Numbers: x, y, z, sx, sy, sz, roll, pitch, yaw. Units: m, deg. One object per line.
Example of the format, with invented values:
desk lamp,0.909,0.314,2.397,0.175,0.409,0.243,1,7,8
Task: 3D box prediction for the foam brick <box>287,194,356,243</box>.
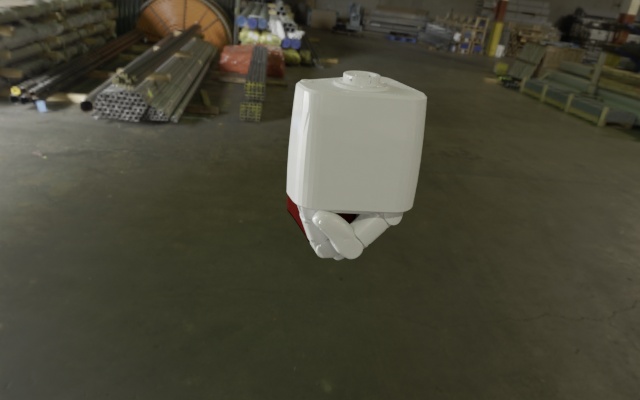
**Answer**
foam brick,0.000,0.002,0.512,0.053,0.051,0.078,-8,27,-20
